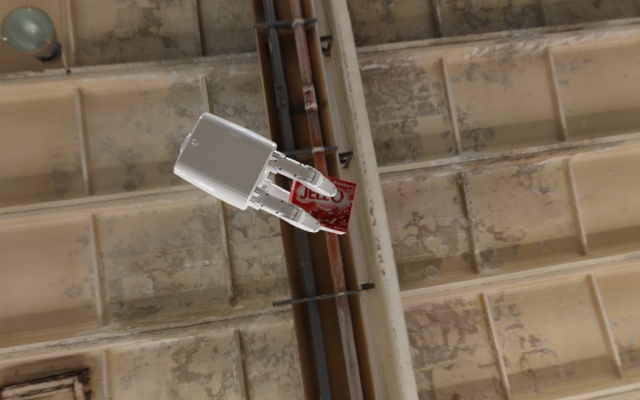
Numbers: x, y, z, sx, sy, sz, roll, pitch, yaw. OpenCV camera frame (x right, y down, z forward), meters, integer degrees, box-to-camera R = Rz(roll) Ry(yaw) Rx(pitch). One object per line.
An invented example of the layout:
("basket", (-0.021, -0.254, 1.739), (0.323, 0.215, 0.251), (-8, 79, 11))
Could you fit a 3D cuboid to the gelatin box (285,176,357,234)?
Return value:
("gelatin box", (0.000, 0.002, 0.675), (0.089, 0.073, 0.030), (14, -9, -12))
